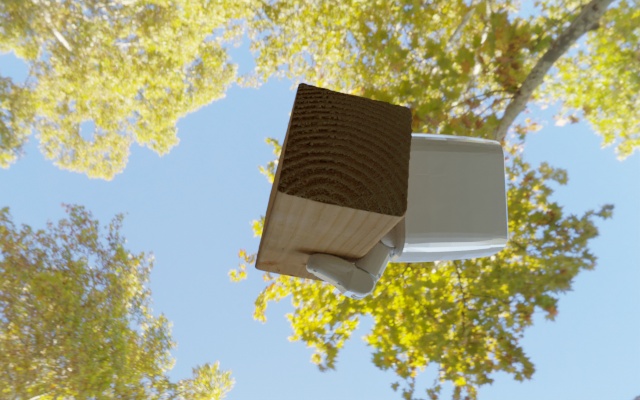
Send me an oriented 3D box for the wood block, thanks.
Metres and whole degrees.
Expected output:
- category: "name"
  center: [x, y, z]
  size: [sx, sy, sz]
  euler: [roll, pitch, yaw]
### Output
- category: "wood block"
  center: [0.000, 0.002, 0.422]
  size: [0.090, 0.090, 0.206]
  euler: [11, -24, -7]
